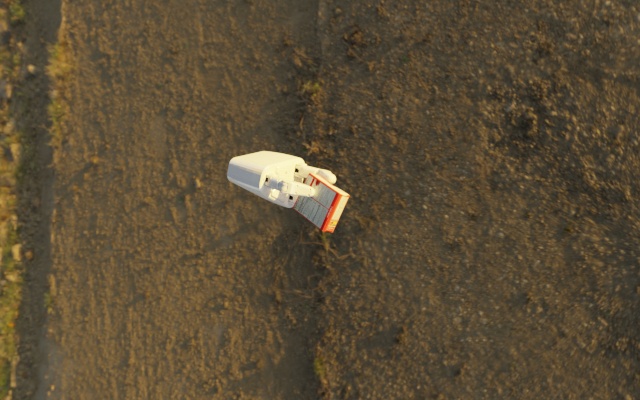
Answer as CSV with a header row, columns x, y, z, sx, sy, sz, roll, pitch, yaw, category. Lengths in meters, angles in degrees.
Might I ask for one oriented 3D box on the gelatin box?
x,y,z,sx,sy,sz,roll,pitch,yaw,category
0.000,0.003,0.835,0.030,0.073,0.089,10,19,-47,gelatin box
